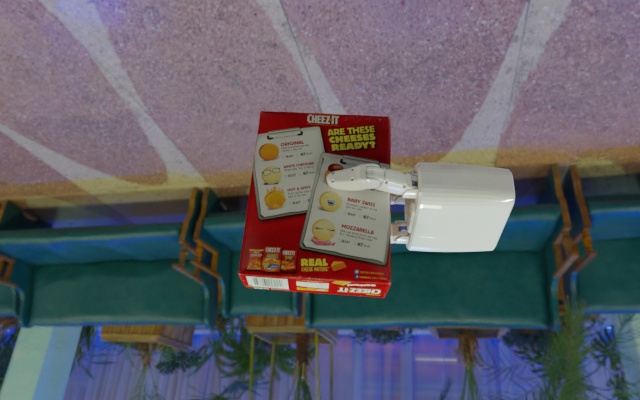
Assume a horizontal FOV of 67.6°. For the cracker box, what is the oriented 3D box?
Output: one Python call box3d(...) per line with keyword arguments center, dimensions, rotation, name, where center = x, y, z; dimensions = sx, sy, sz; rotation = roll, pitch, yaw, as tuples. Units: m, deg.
box3d(center=(0.000, 0.002, 0.571), dimensions=(0.164, 0.213, 0.072), rotation=(3, -26, 1), name="cracker box")
